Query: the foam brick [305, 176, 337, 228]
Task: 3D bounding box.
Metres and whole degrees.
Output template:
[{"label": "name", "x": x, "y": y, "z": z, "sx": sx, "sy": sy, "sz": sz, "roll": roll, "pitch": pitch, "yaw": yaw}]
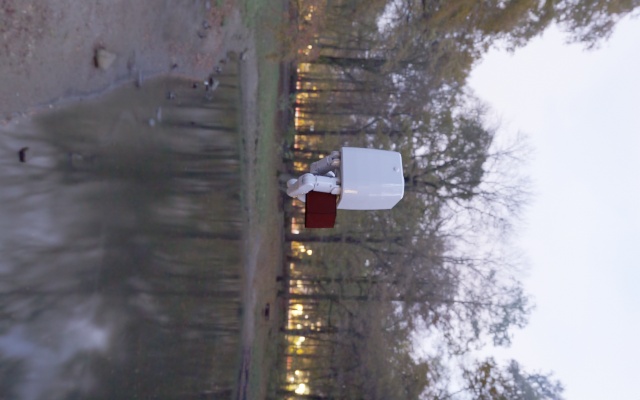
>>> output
[{"label": "foam brick", "x": 0.000, "y": 0.003, "z": 0.823, "sx": 0.051, "sy": 0.078, "sz": 0.053, "roll": 3, "pitch": -30, "yaw": -5}]
